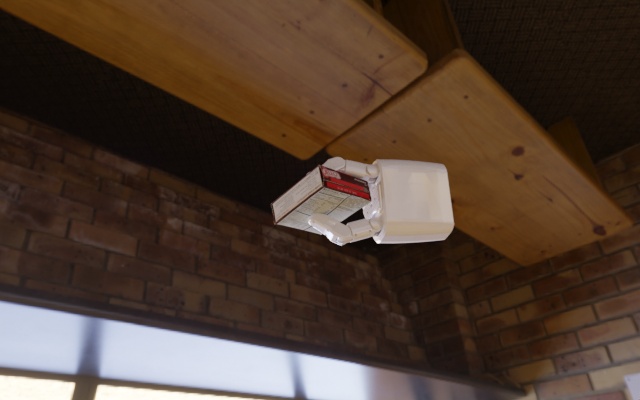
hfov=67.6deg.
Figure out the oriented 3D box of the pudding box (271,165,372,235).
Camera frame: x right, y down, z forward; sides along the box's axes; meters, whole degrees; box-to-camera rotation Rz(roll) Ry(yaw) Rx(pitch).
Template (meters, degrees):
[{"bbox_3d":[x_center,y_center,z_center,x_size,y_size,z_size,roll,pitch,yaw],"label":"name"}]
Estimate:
[{"bbox_3d":[0.000,0.002,0.661,0.090,0.039,0.113,17,-41,-38],"label":"pudding box"}]
